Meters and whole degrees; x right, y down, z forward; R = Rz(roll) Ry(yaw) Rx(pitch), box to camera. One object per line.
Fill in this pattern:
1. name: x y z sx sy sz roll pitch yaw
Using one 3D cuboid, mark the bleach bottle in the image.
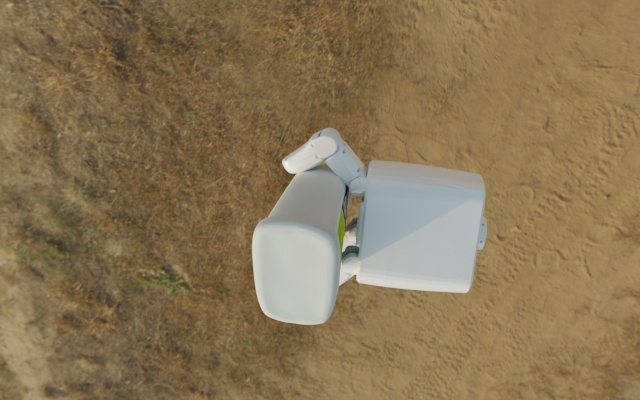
1. bleach bottle: 0.000 0.002 0.474 0.068 0.103 0.250 6 30 8
